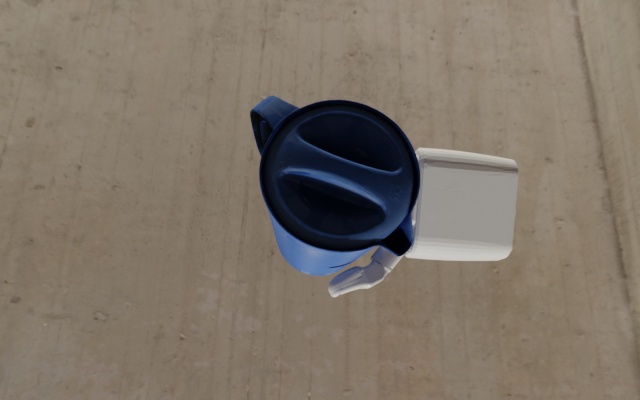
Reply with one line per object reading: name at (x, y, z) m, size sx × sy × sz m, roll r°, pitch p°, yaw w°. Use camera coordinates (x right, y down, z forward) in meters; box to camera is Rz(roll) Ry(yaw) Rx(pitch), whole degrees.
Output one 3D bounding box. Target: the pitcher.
pitcher at (0.000, 0.002, 0.500) m, size 0.145 × 0.149 × 0.243 m, roll 2°, pitch -17°, yaw -5°
